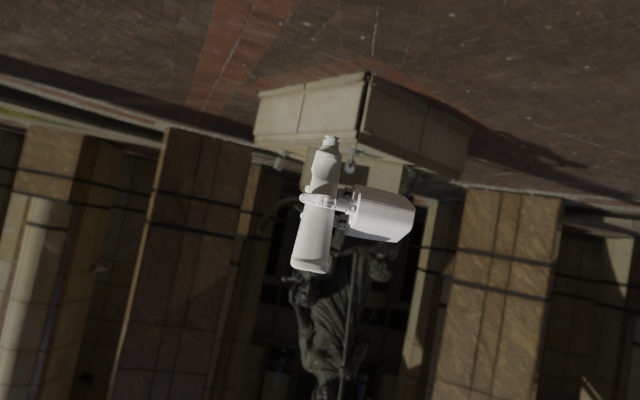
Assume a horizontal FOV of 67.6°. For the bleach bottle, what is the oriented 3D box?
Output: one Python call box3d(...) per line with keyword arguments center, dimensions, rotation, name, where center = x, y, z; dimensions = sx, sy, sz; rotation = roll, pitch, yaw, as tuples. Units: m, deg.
box3d(center=(0.000, 0.003, 0.884), dimensions=(0.068, 0.251, 0.102), rotation=(11, -4, -6), name="bleach bottle")
